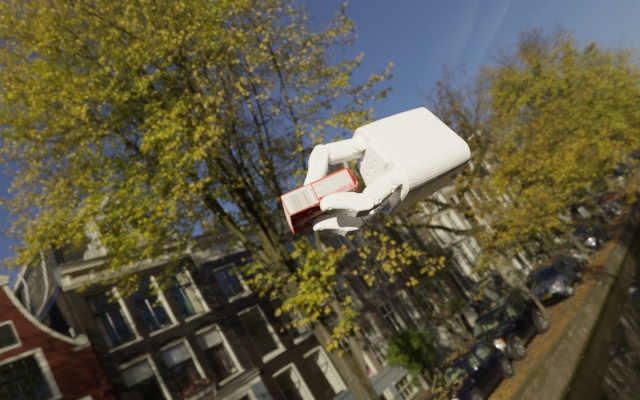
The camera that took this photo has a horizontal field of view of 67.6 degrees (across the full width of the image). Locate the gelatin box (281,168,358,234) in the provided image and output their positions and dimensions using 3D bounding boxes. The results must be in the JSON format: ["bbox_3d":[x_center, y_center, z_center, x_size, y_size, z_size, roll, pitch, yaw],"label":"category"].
[{"bbox_3d":[0.000,0.002,0.581,0.089,0.030,0.073,-24,-19,-8],"label":"gelatin box"}]
